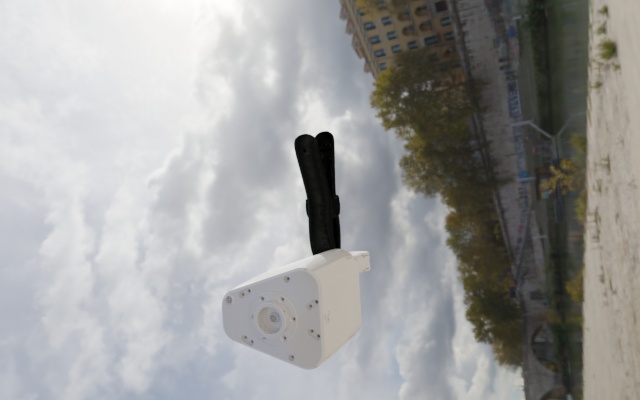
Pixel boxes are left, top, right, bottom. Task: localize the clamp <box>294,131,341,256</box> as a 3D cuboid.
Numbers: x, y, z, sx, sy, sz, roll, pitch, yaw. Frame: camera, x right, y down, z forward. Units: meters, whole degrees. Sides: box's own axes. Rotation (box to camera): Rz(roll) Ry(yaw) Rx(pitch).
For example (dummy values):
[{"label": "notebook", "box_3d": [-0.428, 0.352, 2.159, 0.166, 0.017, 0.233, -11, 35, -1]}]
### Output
[{"label": "clamp", "box_3d": [0.000, 0.002, 0.533, 0.039, 0.171, 0.120, -7, 0, 18]}]
